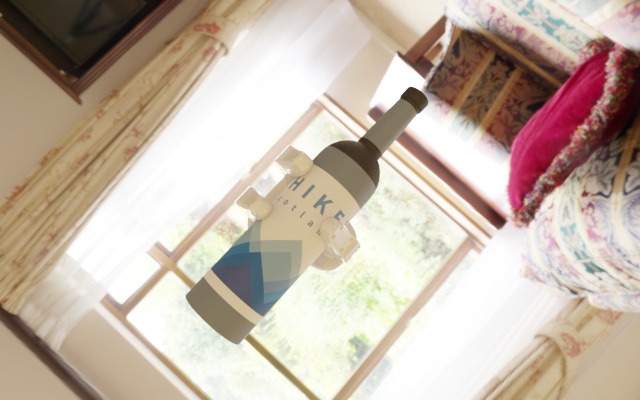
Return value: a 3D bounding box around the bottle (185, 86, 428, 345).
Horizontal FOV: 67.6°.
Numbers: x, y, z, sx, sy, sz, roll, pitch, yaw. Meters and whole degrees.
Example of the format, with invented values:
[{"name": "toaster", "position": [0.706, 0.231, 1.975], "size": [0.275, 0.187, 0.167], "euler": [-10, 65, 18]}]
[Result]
[{"name": "bottle", "position": [0.000, 0.002, 0.456], "size": [0.069, 0.295, 0.069], "euler": [41, -10, 9]}]
